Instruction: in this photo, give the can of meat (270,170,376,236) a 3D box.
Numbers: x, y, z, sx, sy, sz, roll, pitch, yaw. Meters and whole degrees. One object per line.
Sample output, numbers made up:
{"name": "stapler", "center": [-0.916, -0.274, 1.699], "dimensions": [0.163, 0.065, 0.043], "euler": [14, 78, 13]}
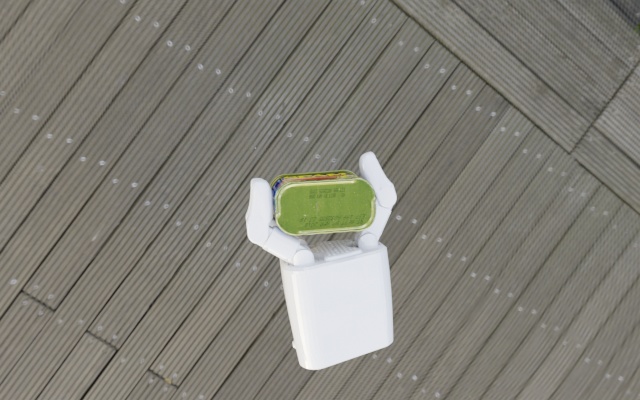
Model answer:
{"name": "can of meat", "center": [0.000, 0.002, 0.486], "dimensions": [0.102, 0.057, 0.084], "euler": [-4, 7, -7]}
